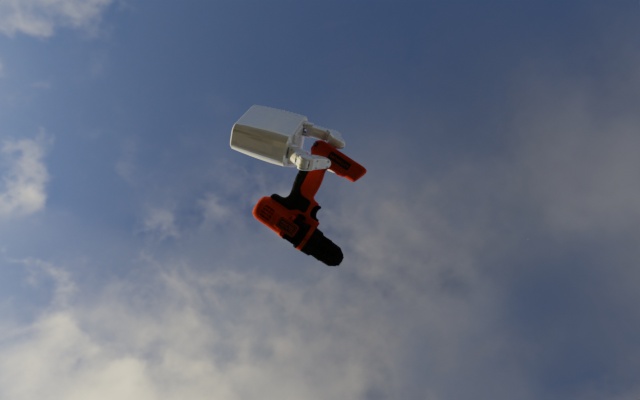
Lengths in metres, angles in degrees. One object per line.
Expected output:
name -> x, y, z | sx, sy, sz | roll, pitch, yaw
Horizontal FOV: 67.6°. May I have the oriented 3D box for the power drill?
power drill -> 0.000, 0.002, 0.848 | 0.184, 0.187, 0.057 | 34, 1, -5
